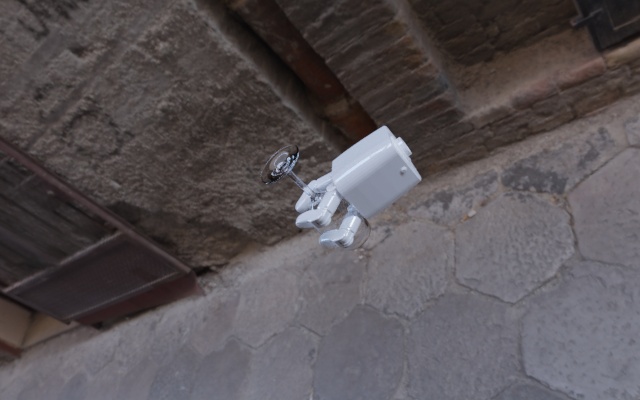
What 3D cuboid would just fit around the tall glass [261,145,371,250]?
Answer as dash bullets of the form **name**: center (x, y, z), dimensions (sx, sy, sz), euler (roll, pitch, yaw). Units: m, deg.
- **tall glass**: center (0.000, 0.002, 0.766), dimensions (0.079, 0.079, 0.201), euler (0, -36, 49)
